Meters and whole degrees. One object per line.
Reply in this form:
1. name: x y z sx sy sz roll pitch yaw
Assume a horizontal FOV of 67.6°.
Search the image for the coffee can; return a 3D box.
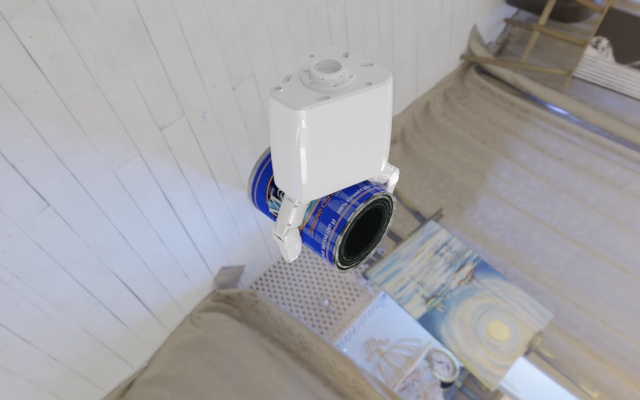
1. coffee can: 0.000 0.002 0.548 0.140 0.103 0.103 34 19 30
